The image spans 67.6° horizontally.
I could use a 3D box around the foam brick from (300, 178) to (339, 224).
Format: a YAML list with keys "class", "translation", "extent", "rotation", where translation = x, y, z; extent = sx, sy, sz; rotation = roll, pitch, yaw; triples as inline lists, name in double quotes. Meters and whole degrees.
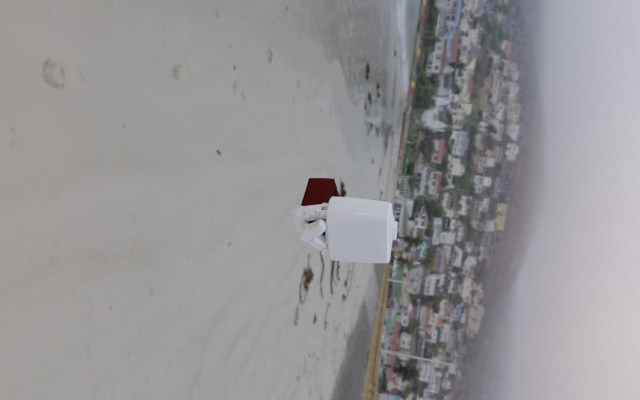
- class: "foam brick"
  translation: [0.000, 0.003, 0.886]
  extent: [0.051, 0.078, 0.053]
  rotation: [0, -41, 18]
